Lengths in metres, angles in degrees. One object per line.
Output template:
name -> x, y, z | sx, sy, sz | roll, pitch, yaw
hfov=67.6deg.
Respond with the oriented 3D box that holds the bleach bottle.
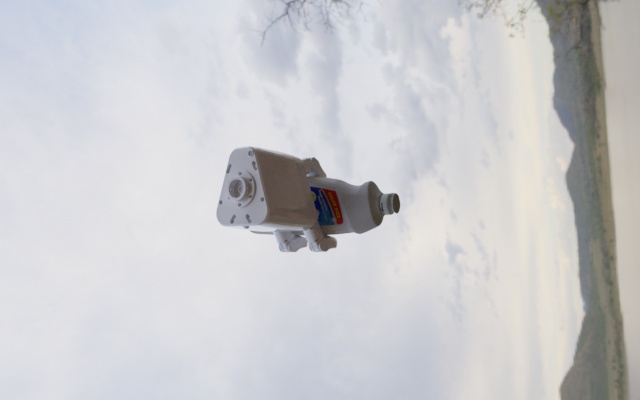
bleach bottle -> 0.000, 0.003, 0.734 | 0.251, 0.102, 0.068 | -4, -5, 32
